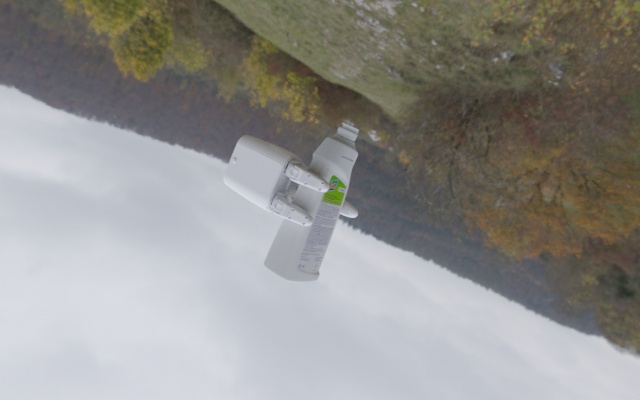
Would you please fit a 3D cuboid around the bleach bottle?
[{"bbox_3d":[0.000,0.002,0.745,0.068,0.251,0.102,27,8,30],"label":"bleach bottle"}]
